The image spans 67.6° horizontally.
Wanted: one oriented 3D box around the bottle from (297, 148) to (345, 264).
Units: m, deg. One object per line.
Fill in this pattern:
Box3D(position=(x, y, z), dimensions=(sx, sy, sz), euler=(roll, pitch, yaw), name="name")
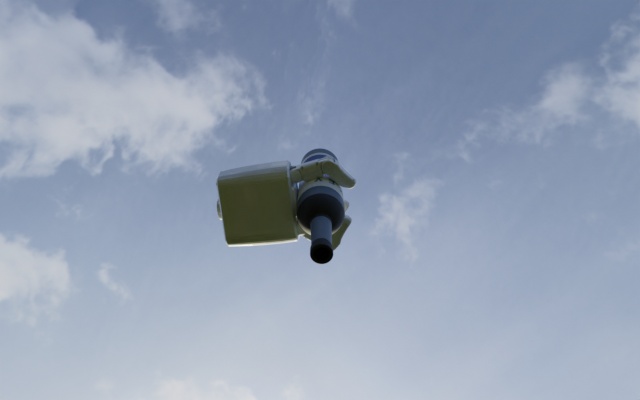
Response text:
Box3D(position=(0.000, 0.002, 0.687), dimensions=(0.069, 0.069, 0.295), euler=(0, 24, -1), name="bottle")
